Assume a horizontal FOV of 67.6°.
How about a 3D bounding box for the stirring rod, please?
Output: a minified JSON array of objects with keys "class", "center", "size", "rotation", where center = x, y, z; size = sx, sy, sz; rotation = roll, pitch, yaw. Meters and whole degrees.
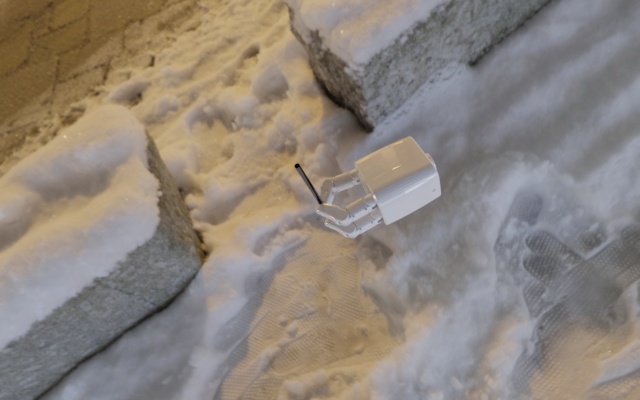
[{"class":"stirring rod","center":[0.000,0.002,0.770],"size":[0.011,0.011,0.240],"rotation":[0,-25,17]}]
